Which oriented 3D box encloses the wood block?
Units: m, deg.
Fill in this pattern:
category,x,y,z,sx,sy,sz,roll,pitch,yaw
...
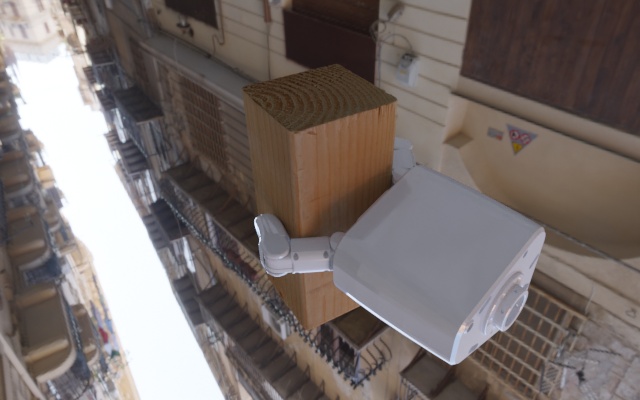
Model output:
category,x,y,z,sx,sy,sz,roll,pitch,yaw
wood block,0.000,0.002,0.418,0.091,0.206,0.090,-20,41,-23
